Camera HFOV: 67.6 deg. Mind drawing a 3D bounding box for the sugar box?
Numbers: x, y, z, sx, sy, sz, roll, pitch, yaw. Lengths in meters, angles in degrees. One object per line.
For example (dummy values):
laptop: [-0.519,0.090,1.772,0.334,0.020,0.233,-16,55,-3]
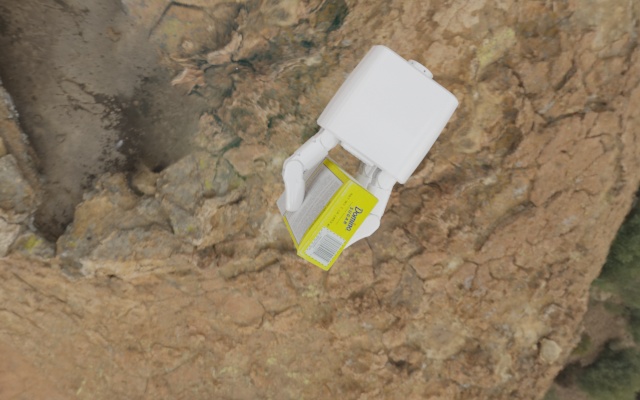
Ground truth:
sugar box: [0.001,0.002,0.553,0.048,0.093,0.176,35,7,-17]
